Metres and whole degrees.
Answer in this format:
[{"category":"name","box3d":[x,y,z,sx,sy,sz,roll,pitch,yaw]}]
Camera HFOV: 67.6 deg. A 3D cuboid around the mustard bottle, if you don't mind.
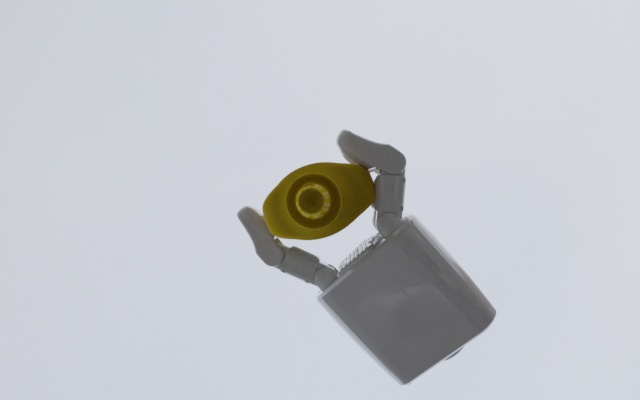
[{"category":"mustard bottle","box3d":[0.000,0.001,0.416,0.096,0.058,0.191,-18,-1,4]}]
